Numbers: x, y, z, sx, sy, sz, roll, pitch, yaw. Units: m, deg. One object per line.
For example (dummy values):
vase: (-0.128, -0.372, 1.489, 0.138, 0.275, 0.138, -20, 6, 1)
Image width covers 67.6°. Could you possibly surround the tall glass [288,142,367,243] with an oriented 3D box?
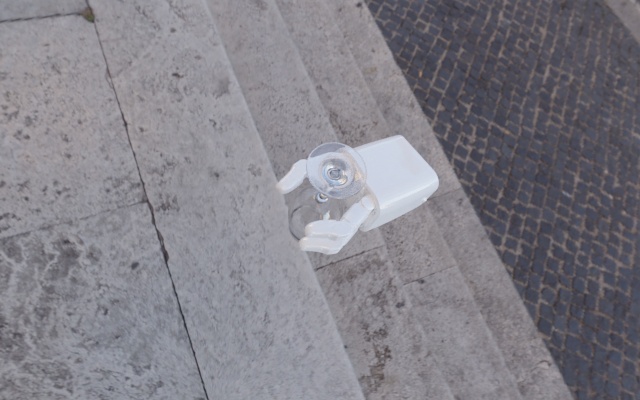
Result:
tall glass: (0.000, 0.002, 0.653, 0.079, 0.079, 0.201, 0, -23, -13)
